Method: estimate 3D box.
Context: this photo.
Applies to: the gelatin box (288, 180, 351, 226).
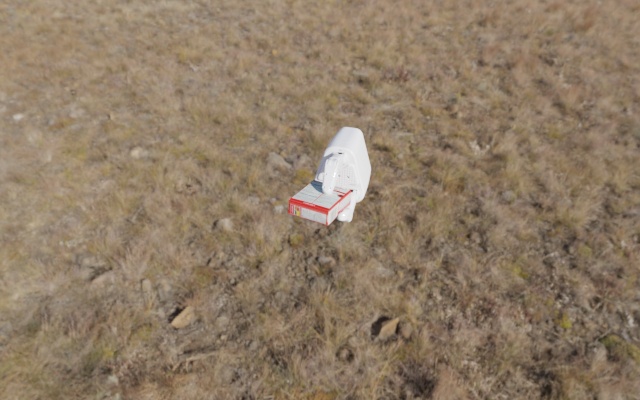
[{"bbox_3d":[0.000,0.002,0.785,0.073,0.030,0.089,16,30,22],"label":"gelatin box"}]
